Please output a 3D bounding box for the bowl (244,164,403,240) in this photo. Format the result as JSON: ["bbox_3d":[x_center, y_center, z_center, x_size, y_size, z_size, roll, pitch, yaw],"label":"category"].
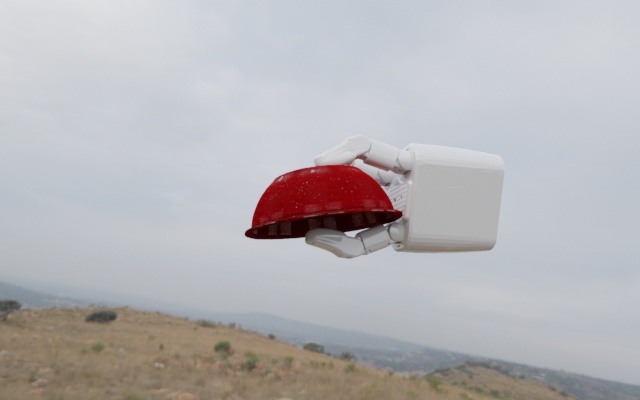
[{"bbox_3d":[-0.001,0.001,0.491,0.162,0.055,0.162,-7,-10,-1],"label":"bowl"}]
